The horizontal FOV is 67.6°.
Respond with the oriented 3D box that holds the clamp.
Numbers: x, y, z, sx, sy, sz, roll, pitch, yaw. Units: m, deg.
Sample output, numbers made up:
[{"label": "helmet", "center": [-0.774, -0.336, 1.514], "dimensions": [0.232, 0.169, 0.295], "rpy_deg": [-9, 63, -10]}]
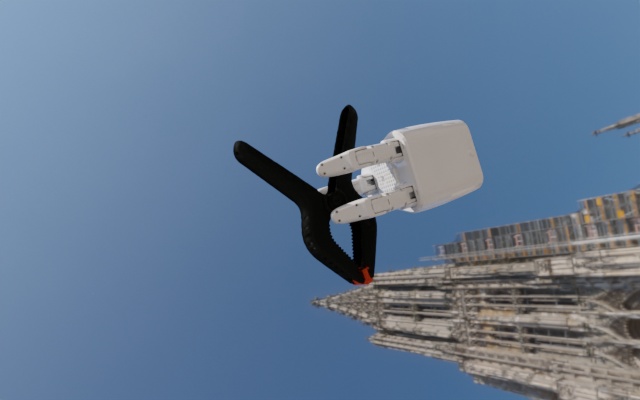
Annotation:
[{"label": "clamp", "center": [0.000, 0.002, 0.545], "dimensions": [0.164, 0.210, 0.036], "rpy_deg": [-16, -3, -27]}]
